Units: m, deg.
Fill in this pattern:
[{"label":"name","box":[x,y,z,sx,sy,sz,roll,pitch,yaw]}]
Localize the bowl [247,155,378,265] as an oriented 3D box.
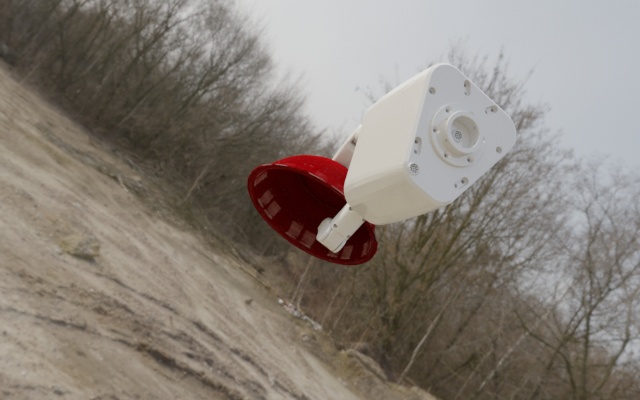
[{"label":"bowl","box":[-0.001,0.002,0.536,0.162,0.055,0.162,24,-32,16]}]
